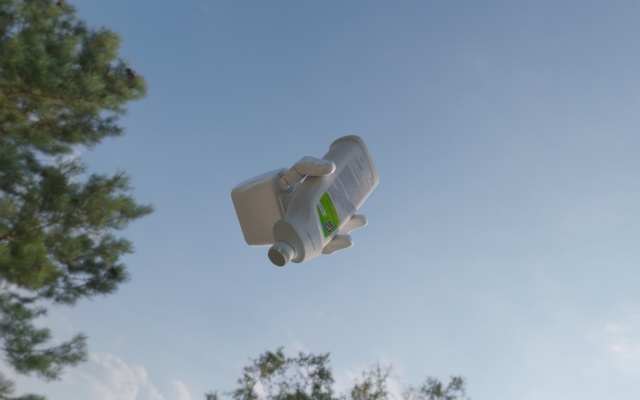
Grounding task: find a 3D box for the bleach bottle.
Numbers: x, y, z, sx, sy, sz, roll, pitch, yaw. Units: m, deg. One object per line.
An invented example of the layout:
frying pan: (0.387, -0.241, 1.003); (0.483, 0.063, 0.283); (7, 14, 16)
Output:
bleach bottle: (0.000, 0.002, 0.703); (0.068, 0.102, 0.250); (-12, 24, 40)
